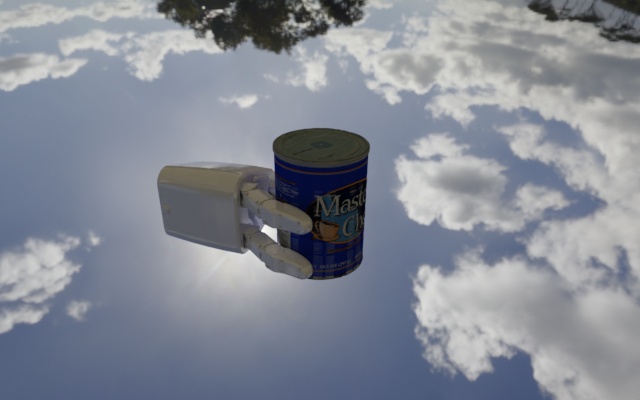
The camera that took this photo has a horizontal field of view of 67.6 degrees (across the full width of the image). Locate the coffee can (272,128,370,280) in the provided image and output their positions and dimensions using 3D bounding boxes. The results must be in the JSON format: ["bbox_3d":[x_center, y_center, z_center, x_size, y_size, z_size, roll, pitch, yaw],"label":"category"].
[{"bbox_3d":[0.000,0.002,0.533,0.103,0.140,0.102,1,27,0],"label":"coffee can"}]
